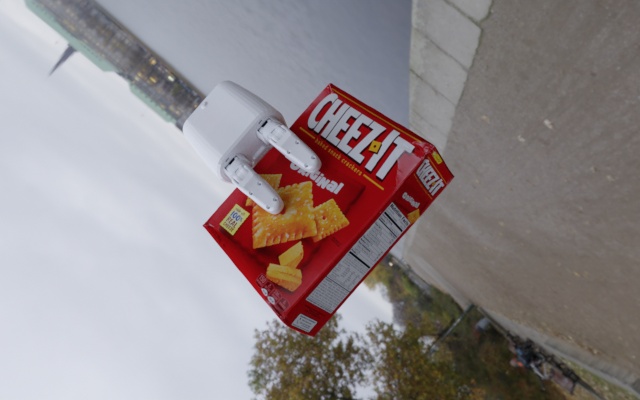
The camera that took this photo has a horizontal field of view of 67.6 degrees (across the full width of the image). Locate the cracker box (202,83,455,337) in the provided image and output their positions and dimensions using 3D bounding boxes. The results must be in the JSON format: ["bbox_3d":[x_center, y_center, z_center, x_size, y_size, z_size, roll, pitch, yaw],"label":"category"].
[{"bbox_3d":[0.000,0.002,0.493,0.164,0.213,0.072,41,0,39],"label":"cracker box"}]
